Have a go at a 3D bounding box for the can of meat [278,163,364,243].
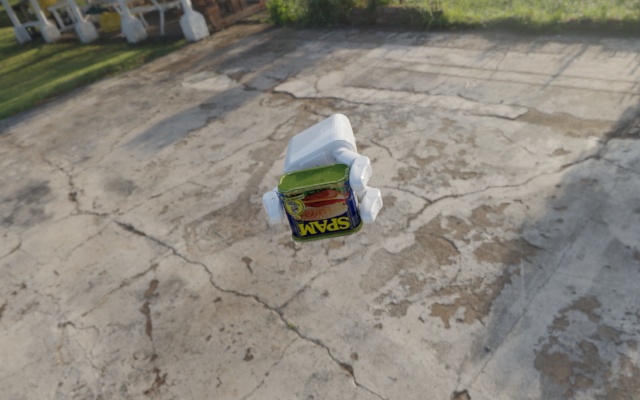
[{"bbox_3d":[0.000,0.002,0.641,0.102,0.084,0.057,-10,32,10],"label":"can of meat"}]
